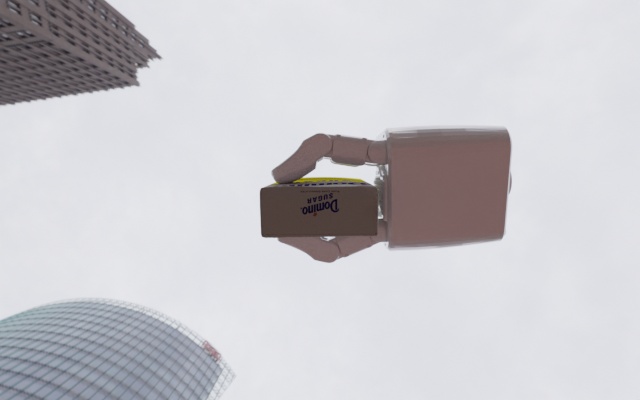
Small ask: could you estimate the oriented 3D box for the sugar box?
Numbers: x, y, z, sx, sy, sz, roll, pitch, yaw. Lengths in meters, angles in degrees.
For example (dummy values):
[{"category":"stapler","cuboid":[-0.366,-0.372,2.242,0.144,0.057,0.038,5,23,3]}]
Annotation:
[{"category":"sugar box","cuboid":[0.000,0.001,0.450,0.093,0.048,0.176,-1,2,0]}]
